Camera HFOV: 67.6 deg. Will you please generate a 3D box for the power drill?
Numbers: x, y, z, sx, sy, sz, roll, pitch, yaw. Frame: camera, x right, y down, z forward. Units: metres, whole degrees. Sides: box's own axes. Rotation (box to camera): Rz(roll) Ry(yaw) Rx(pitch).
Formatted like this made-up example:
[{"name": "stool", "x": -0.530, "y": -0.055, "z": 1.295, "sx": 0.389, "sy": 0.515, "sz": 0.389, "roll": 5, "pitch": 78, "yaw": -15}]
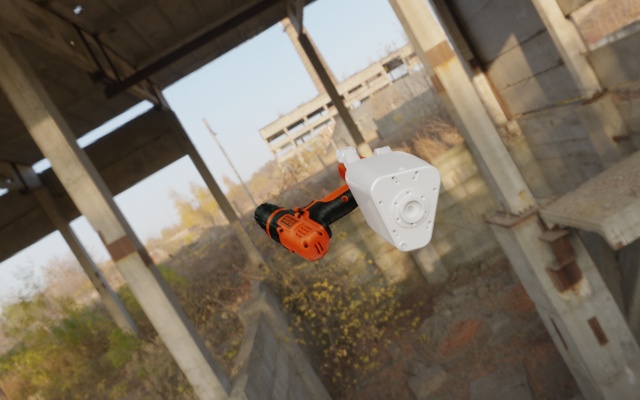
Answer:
[{"name": "power drill", "x": 0.001, "y": 0.002, "z": 0.741, "sx": 0.187, "sy": 0.057, "sz": 0.184, "roll": -40, "pitch": 34, "yaw": -17}]
